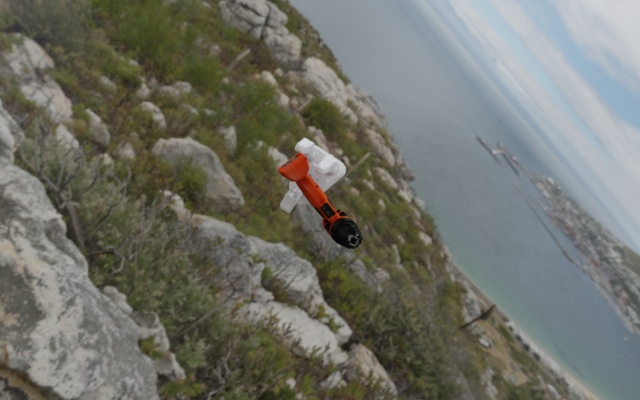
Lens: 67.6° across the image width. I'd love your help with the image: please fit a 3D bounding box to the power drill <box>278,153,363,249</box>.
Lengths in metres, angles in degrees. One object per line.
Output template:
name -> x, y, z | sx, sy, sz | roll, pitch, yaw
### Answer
power drill -> 0.000, 0.002, 0.892 | 0.057, 0.188, 0.184 | -37, 13, -5
